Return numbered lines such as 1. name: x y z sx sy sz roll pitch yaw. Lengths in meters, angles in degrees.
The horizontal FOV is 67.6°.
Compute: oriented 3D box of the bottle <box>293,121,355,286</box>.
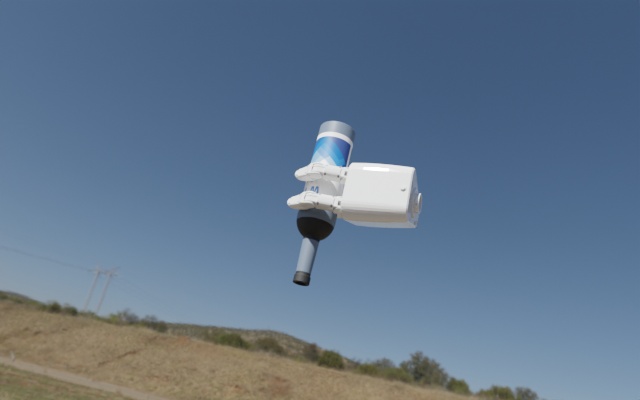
1. bottle: 0.000 0.002 0.825 0.069 0.295 0.069 11 -24 5
